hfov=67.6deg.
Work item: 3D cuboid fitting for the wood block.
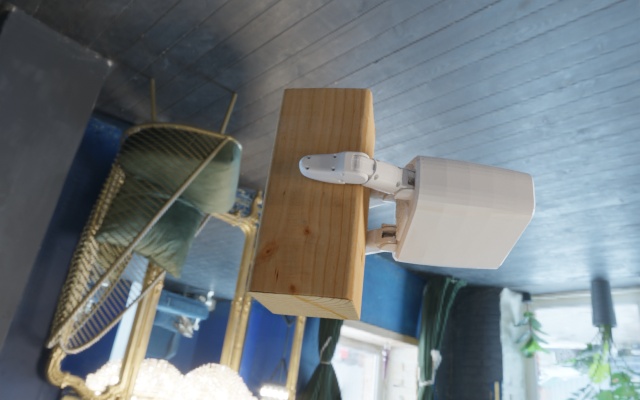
[{"bbox_3d":[0.000,0.002,0.465,0.090,0.206,0.091,2,-24,10],"label":"wood block"}]
